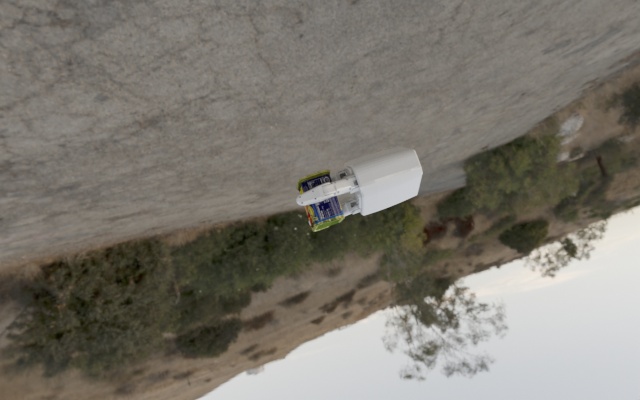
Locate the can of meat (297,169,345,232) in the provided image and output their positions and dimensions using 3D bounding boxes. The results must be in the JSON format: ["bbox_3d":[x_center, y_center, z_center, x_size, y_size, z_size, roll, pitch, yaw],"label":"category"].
[{"bbox_3d":[0.000,0.003,0.811,0.057,0.084,0.102,-19,-7,-7],"label":"can of meat"}]
